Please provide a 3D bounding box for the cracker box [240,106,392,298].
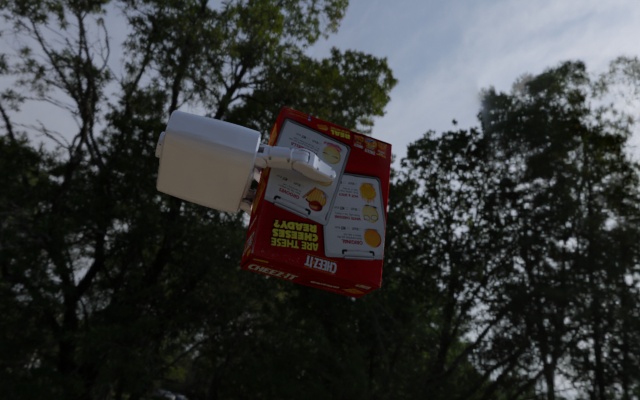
[{"bbox_3d":[0.000,0.002,0.623,0.164,0.213,0.072,17,-29,-15],"label":"cracker box"}]
